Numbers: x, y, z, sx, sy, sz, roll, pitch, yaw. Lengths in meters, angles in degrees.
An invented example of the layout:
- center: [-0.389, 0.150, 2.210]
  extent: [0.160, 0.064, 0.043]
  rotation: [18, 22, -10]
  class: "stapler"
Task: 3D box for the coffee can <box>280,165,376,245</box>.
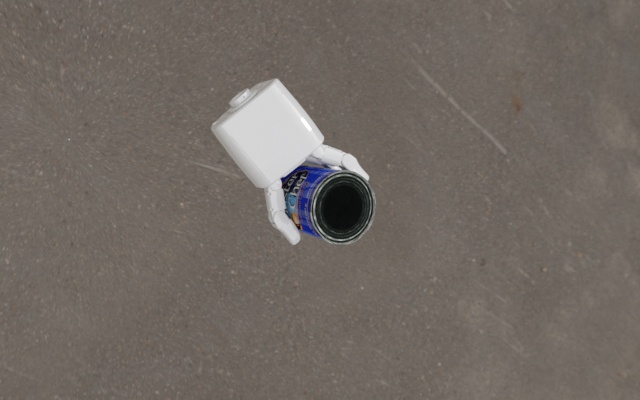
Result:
- center: [0.000, 0.002, 0.703]
  extent: [0.103, 0.103, 0.140]
  rotation: [0, 6, -28]
  class: "coffee can"
